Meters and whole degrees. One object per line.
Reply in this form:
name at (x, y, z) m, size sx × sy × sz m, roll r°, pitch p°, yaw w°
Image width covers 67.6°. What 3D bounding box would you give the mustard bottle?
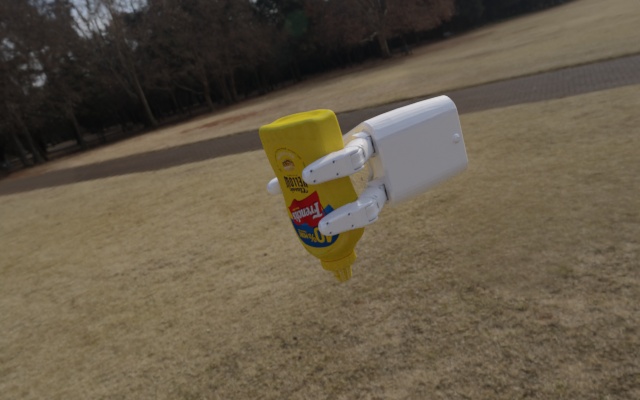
mustard bottle at (0.000, 0.002, 0.520) m, size 0.096 × 0.192 × 0.058 m, roll 0°, pitch 25°, yaw 45°
